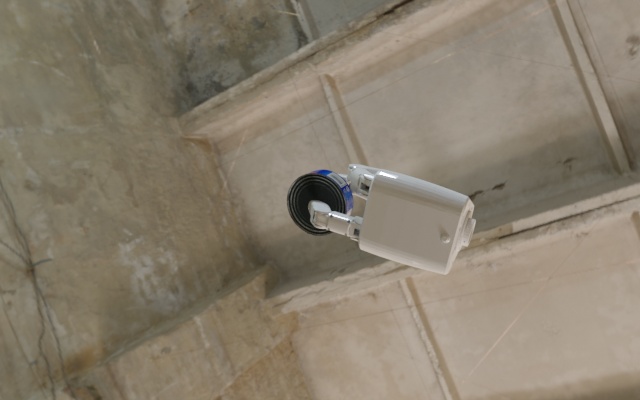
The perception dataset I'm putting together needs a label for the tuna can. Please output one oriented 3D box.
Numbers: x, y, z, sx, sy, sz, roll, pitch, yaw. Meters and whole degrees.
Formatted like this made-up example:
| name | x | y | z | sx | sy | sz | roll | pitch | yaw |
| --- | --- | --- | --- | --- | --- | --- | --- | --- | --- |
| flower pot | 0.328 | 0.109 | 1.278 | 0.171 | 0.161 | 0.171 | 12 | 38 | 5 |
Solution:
| name | x | y | z | sx | sy | sz | roll | pitch | yaw |
| --- | --- | --- | --- | --- | --- | --- | --- | --- | --- |
| tuna can | 0.000 | 0.002 | 0.642 | 0.086 | 0.086 | 0.033 | 0 | 14 | 24 |
